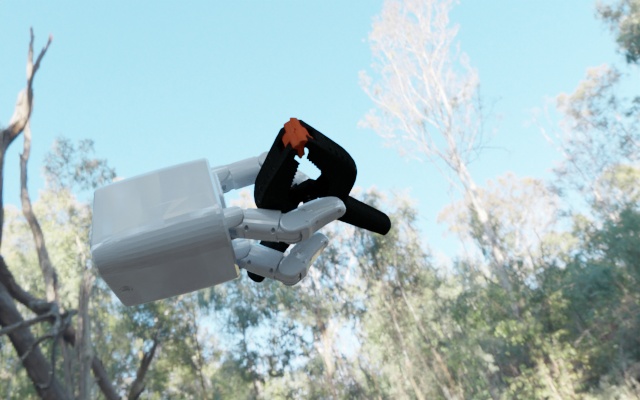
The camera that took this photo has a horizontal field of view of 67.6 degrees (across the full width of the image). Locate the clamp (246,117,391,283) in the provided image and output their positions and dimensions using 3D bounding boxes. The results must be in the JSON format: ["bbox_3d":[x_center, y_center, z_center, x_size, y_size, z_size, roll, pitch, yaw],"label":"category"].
[{"bbox_3d":[0.000,0.001,0.450,0.164,0.036,0.210,-17,-34,-13],"label":"clamp"}]
